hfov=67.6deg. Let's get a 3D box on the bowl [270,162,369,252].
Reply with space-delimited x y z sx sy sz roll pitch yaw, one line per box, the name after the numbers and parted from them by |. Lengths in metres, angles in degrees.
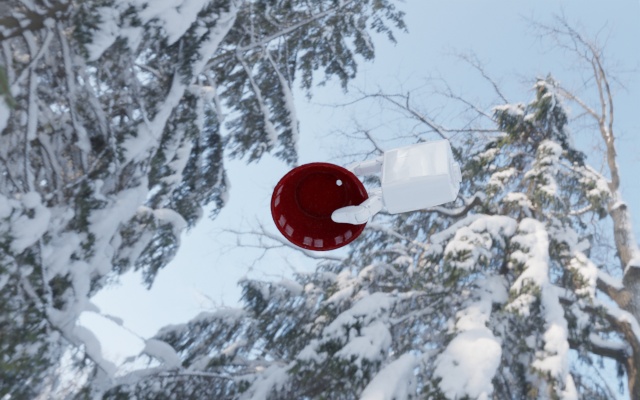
-0.001 0.002 0.791 0.162 0.162 0.055 0 26 2 | bowl
